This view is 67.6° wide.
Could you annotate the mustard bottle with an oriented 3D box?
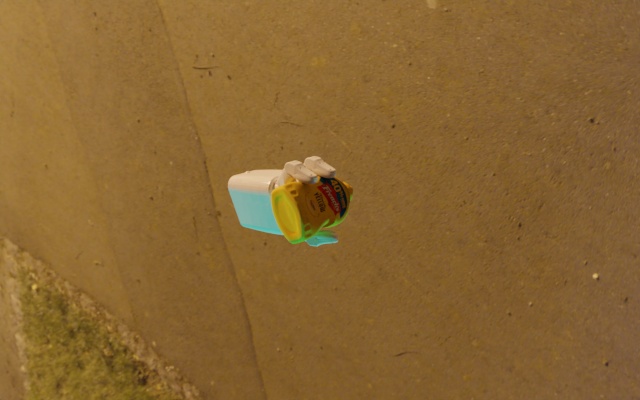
[{"bbox_3d":[0.000,0.003,0.831,0.058,0.096,0.191,-23,-1,38],"label":"mustard bottle"}]
